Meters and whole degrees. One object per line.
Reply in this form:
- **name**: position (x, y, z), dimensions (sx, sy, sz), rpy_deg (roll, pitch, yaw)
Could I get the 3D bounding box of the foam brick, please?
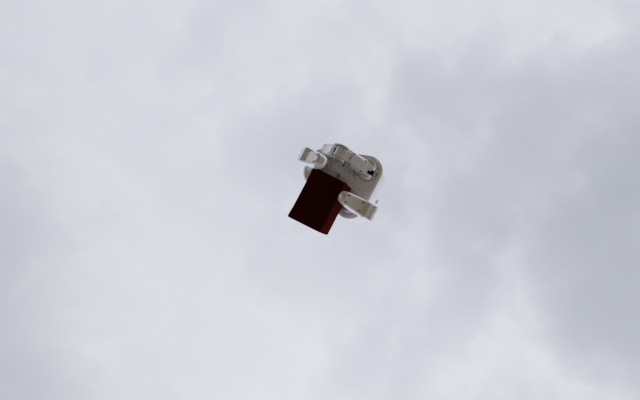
- **foam brick**: position (0.000, 0.002, 0.661), dimensions (0.053, 0.078, 0.051), rpy_deg (28, -2, 15)
